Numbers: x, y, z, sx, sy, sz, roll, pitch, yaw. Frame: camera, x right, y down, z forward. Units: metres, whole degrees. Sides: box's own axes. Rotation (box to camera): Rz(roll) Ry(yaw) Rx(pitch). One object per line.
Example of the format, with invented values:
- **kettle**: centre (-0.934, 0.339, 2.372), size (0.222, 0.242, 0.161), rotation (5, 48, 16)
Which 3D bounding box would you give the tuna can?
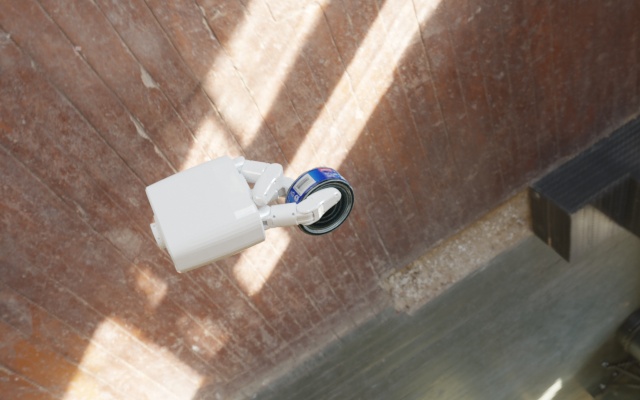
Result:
- **tuna can**: centre (0.000, 0.002, 0.606), size (0.086, 0.086, 0.033), rotation (0, 31, -34)
